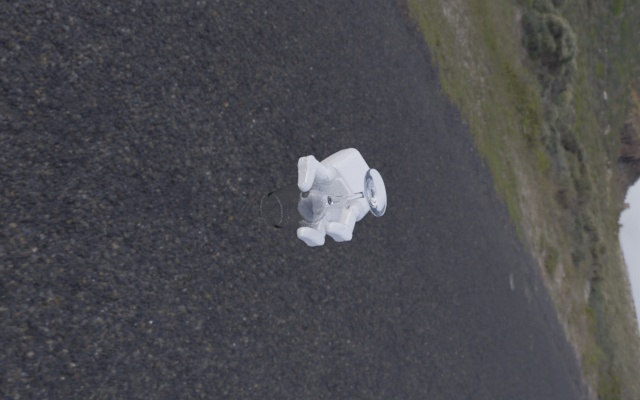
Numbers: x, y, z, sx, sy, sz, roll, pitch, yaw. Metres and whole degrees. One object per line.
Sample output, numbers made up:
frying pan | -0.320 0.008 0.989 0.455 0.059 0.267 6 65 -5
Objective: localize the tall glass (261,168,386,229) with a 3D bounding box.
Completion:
tall glass | 0.001 0.002 0.773 0.201 0.079 0.079 -10 -5 31
